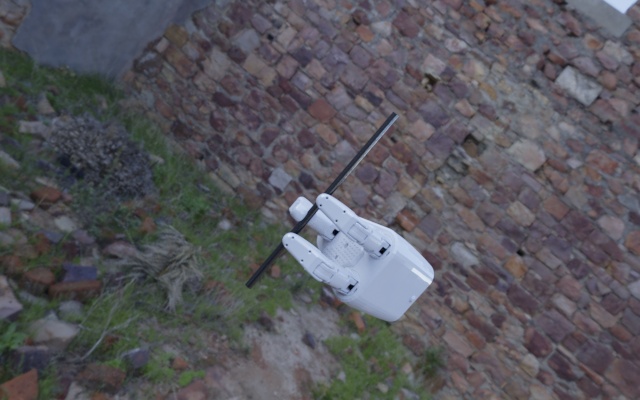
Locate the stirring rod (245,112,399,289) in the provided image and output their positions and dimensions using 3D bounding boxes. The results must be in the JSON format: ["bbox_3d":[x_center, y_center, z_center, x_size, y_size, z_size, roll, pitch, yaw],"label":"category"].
[{"bbox_3d":[0.000,0.002,0.505,0.011,0.239,0.011,40,5,-4],"label":"stirring rod"}]
